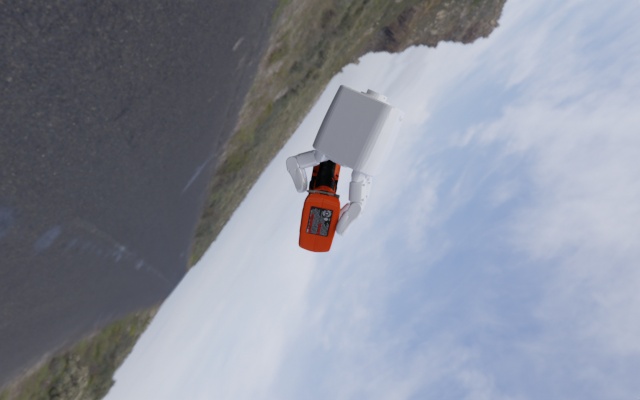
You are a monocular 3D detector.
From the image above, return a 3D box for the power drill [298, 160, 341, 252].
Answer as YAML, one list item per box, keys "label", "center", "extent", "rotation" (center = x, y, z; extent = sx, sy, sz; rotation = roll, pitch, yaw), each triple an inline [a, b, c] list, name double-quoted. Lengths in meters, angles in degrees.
- label: "power drill"
  center: [0.000, 0.003, 0.812]
  extent: [0.057, 0.184, 0.187]
  rotation: [8, 33, -2]
